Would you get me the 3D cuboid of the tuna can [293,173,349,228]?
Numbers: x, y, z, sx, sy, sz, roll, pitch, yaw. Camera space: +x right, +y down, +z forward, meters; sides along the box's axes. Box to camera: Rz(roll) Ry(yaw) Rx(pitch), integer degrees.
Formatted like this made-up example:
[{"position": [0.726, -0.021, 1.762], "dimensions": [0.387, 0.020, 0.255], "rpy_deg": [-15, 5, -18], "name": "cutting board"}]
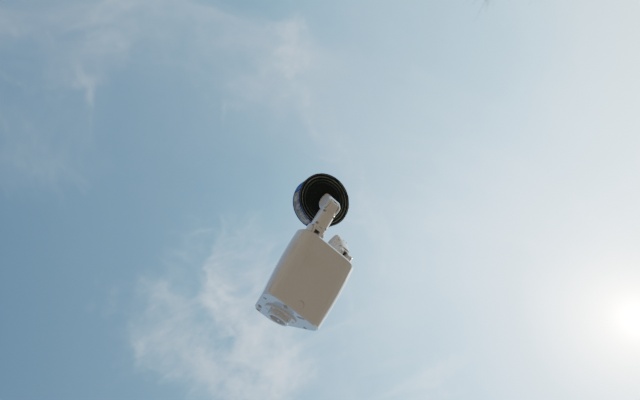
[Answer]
[{"position": [0.000, 0.003, 0.753], "dimensions": [0.086, 0.086, 0.034], "rpy_deg": [0, -14, -27], "name": "tuna can"}]
